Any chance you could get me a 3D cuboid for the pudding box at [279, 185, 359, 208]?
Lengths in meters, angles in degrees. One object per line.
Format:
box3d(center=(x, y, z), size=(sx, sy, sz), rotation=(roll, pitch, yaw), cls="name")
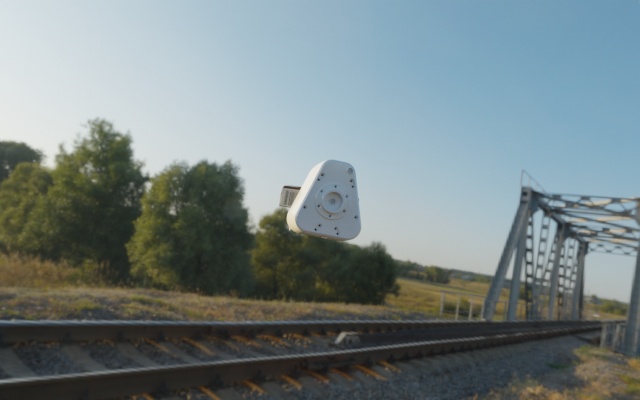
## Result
box3d(center=(0.000, 0.002, 0.810), size=(0.113, 0.039, 0.090), rotation=(11, 0, 21), cls="pudding box")
